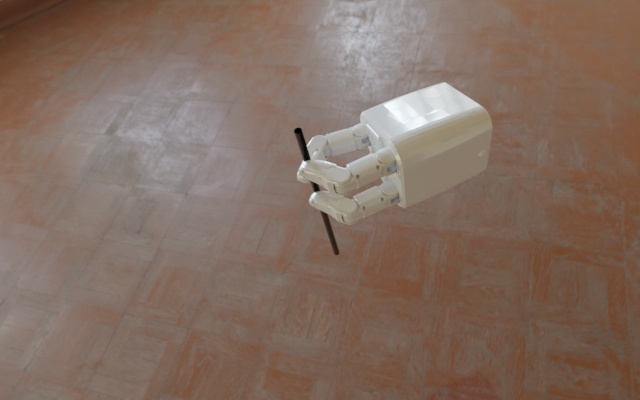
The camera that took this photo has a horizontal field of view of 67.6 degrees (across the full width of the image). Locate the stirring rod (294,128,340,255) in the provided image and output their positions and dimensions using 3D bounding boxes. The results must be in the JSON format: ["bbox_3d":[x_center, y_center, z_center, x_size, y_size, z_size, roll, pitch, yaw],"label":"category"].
[{"bbox_3d":[0.000,0.002,0.560,0.011,0.011,0.240,0,-35,13],"label":"stirring rod"}]
